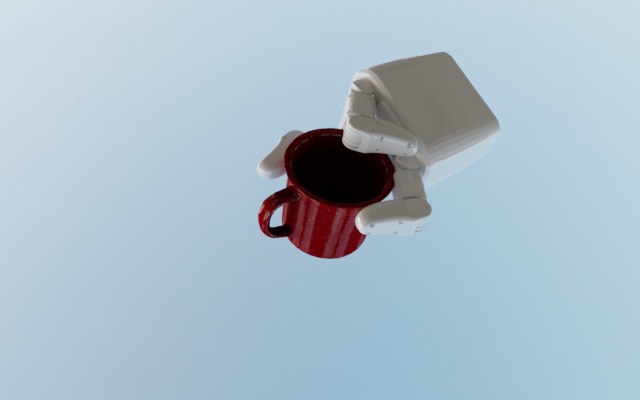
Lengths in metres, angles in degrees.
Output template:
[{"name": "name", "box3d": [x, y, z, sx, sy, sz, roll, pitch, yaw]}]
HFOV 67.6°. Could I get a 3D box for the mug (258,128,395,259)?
[{"name": "mug", "box3d": [-0.001, 0.002, 0.412, 0.117, 0.093, 0.082, -23, -33, -29]}]
